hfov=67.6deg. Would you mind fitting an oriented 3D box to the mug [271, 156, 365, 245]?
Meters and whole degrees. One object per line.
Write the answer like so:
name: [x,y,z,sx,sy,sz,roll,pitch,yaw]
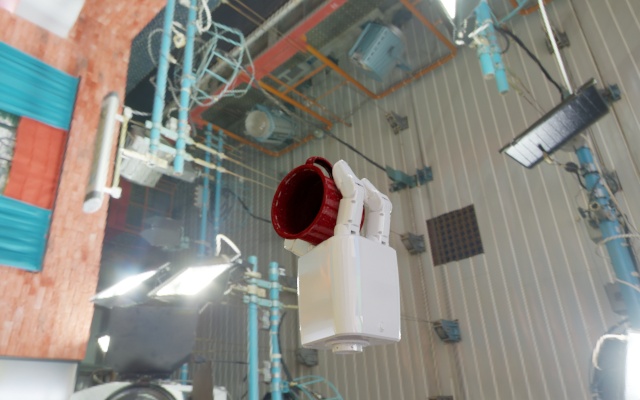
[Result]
mug: [0.000,0.001,0.591,0.093,0.117,0.081,-20,-31,38]
